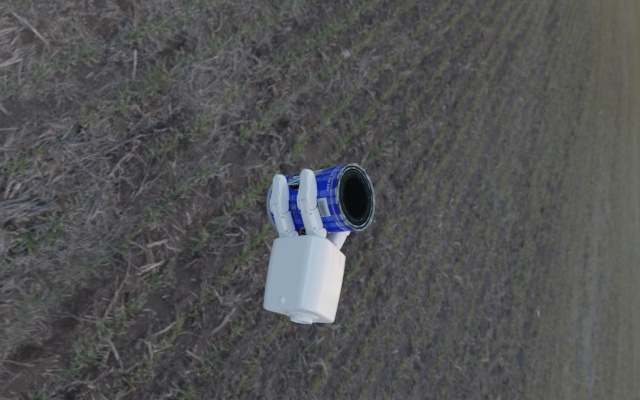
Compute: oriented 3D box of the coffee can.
[{"bbox_3d":[0.000,0.002,0.754,0.140,0.103,0.103,-8,-5,38],"label":"coffee can"}]
